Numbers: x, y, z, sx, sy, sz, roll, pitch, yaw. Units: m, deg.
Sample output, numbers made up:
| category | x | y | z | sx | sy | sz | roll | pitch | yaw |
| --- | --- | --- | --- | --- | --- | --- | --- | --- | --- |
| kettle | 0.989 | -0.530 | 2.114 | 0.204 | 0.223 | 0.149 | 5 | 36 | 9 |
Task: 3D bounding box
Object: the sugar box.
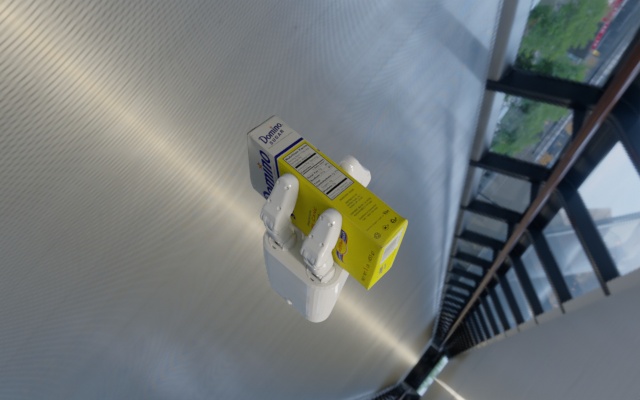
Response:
| category | x | y | z | sx | sy | sz | roll | pitch | yaw |
| --- | --- | --- | --- | --- | --- | --- | --- | --- | --- |
| sugar box | 0.000 | 0.002 | 0.477 | 0.176 | 0.048 | 0.093 | 37 | -29 | 20 |
